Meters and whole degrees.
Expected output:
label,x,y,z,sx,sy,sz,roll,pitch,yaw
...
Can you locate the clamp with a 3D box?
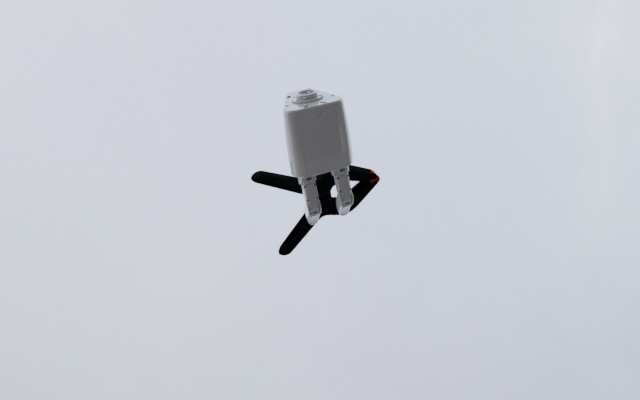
label,x,y,z,sx,sy,sz,roll,pitch,yaw
clamp,0.000,0.002,0.805,0.210,0.165,0.036,-15,31,-11
